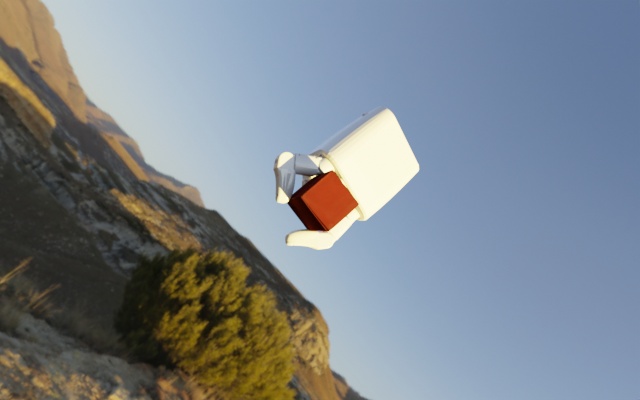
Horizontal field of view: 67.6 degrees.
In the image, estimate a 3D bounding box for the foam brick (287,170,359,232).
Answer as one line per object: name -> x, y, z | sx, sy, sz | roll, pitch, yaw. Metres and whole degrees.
foam brick -> 0.000, 0.002, 0.571 | 0.051, 0.053, 0.078 | -40, 9, -16
